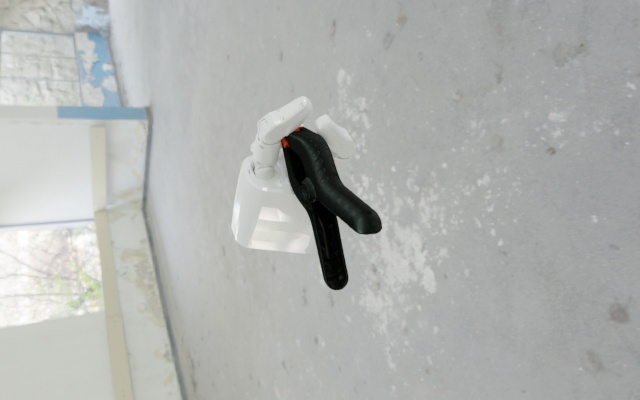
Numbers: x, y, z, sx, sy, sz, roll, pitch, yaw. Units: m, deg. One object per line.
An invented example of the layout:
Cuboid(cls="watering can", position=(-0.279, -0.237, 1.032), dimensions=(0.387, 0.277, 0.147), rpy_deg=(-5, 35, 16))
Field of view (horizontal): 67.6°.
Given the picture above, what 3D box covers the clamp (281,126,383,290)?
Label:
Cuboid(cls="clamp", position=(-0.001, 0.001, 0.471), dimensions=(0.039, 0.171, 0.120), rpy_deg=(-6, -42, -27))
